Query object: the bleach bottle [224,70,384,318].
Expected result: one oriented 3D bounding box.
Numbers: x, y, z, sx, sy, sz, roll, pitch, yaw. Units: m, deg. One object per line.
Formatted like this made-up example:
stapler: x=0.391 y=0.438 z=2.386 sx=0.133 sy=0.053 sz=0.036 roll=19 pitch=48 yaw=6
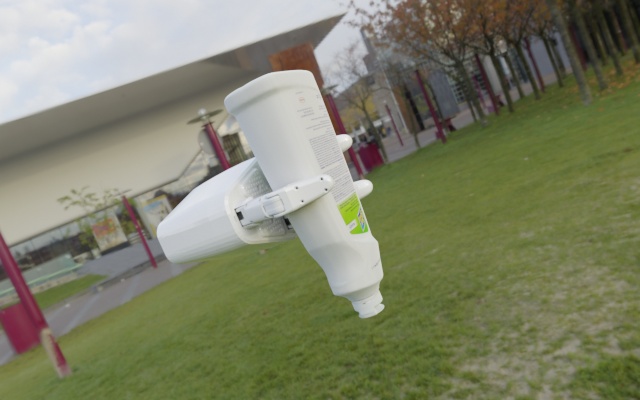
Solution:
bleach bottle: x=0.000 y=0.001 z=0.472 sx=0.068 sy=0.251 sz=0.102 roll=-20 pitch=6 yaw=30
